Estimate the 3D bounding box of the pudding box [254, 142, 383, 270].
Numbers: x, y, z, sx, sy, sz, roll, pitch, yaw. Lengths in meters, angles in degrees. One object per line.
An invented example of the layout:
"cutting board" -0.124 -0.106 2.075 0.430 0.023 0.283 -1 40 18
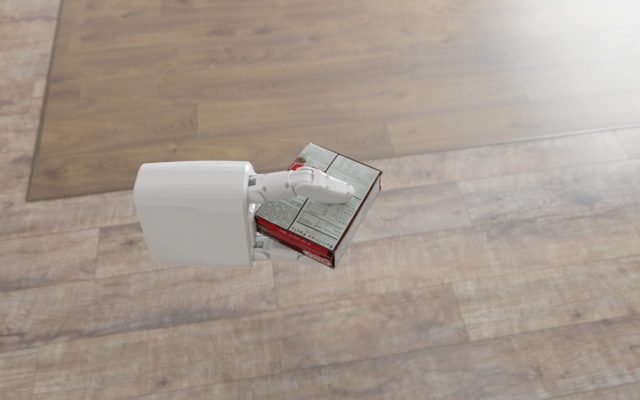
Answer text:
"pudding box" 0.000 0.001 0.486 0.090 0.113 0.039 25 -29 15
